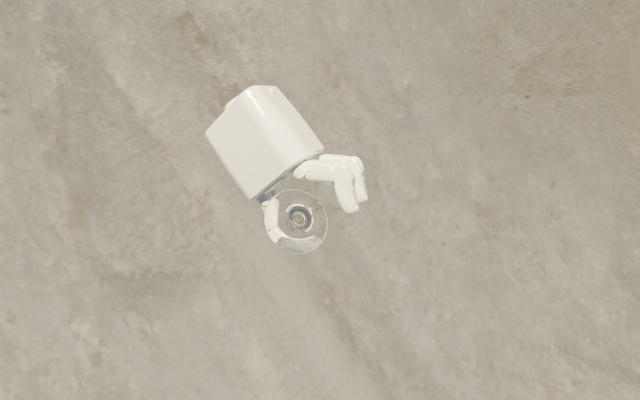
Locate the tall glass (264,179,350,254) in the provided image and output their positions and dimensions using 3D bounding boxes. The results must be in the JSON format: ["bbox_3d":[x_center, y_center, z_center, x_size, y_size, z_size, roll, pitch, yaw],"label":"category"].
[{"bbox_3d":[0.000,0.002,0.613,0.079,0.079,0.201,0,12,17],"label":"tall glass"}]
